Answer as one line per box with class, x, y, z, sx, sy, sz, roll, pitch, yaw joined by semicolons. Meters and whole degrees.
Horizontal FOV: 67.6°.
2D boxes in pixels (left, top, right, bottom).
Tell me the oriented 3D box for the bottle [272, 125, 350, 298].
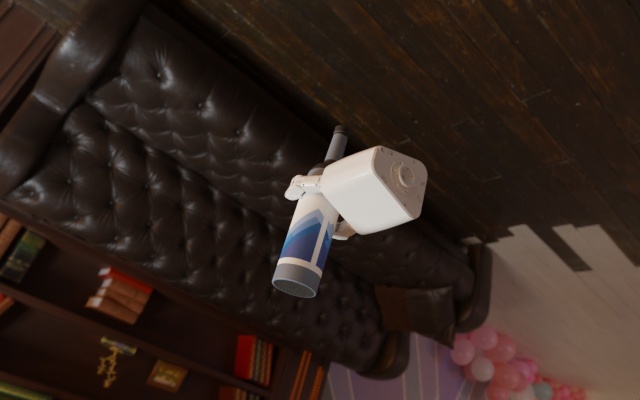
bottle;0.000;0.003;0.754;0.069;0.295;0.069;13;-28;7
